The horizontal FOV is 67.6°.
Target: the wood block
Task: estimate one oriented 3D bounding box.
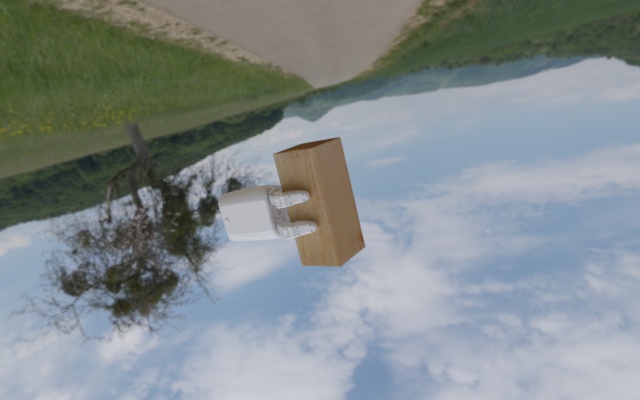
[{"bbox_3d":[0.000,0.003,0.839,0.090,0.206,0.091,-5,16,36],"label":"wood block"}]
